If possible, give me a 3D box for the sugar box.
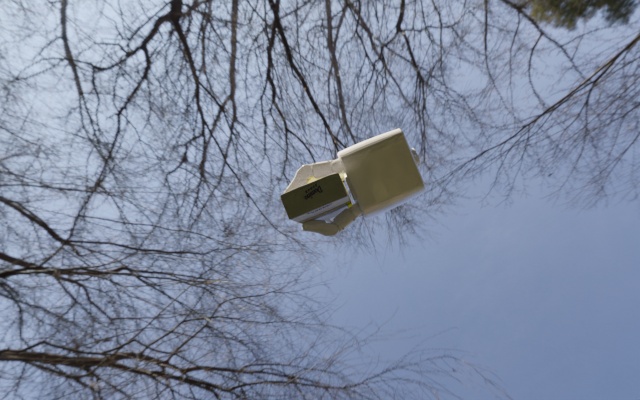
[{"bbox_3d":[0.000,0.002,0.762,0.093,0.048,0.176,-22,-11,3],"label":"sugar box"}]
